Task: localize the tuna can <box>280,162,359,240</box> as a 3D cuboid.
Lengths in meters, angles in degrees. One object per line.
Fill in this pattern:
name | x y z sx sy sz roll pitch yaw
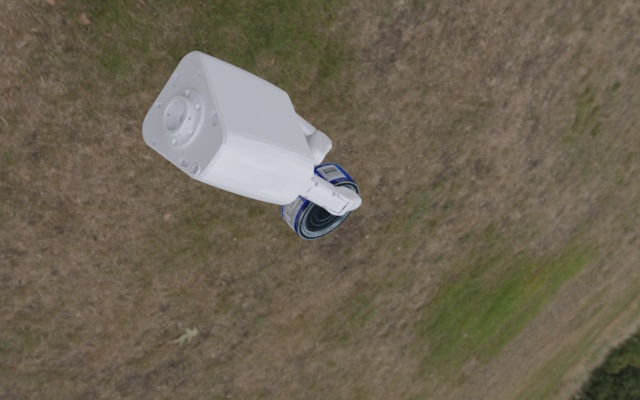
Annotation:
tuna can | 0.000 0.002 0.521 0.086 0.086 0.033 0 39 -50
